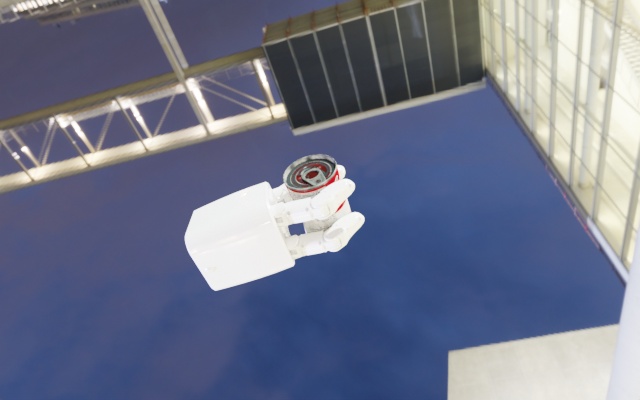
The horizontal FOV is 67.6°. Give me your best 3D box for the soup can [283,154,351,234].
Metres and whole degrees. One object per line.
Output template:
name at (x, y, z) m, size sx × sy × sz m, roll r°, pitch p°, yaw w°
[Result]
soup can at (0.001, 0.002, 0.610) m, size 0.068 × 0.102 × 0.068 m, roll -12°, pitch 38°, yaw 10°
